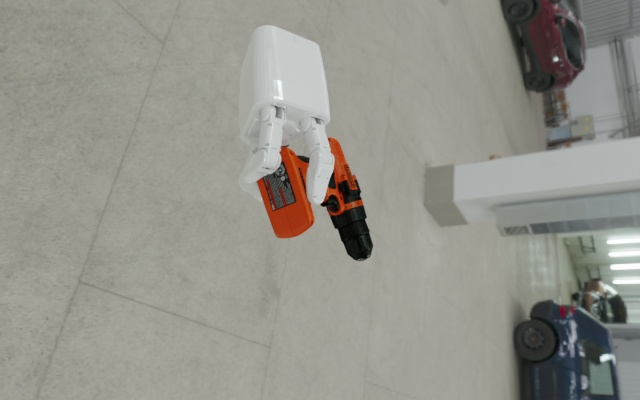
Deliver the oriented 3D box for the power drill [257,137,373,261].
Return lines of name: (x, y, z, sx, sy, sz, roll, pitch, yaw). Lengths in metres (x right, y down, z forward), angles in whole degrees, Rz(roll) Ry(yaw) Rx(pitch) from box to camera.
power drill: (0.000, 0.002, 0.627, 0.057, 0.184, 0.187, -24, -8, 25)
